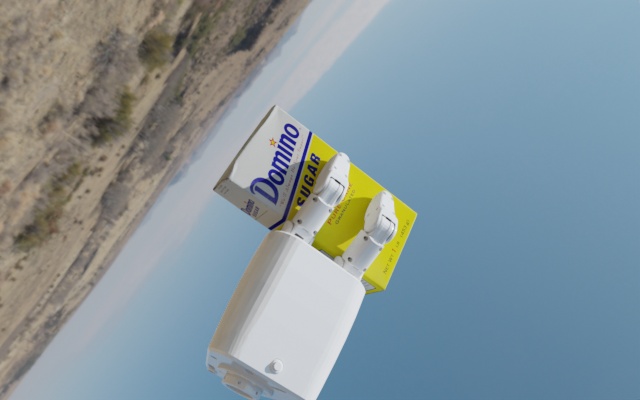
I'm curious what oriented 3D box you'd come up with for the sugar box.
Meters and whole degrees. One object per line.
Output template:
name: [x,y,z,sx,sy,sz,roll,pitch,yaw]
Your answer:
sugar box: [0.000,0.001,0.447,0.176,0.093,0.048,37,-30,-15]
